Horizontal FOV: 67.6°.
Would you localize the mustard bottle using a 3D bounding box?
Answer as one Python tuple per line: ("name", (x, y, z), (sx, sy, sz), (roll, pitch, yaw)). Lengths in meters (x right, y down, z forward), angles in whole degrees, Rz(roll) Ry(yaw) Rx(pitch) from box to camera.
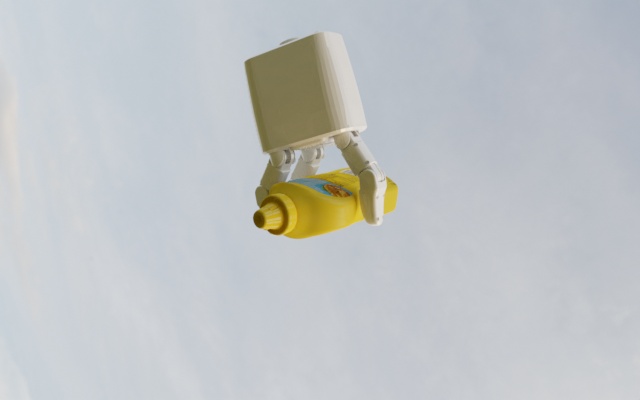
("mustard bottle", (0.000, 0.002, 0.524), (0.096, 0.058, 0.191), (18, 20, 34))
